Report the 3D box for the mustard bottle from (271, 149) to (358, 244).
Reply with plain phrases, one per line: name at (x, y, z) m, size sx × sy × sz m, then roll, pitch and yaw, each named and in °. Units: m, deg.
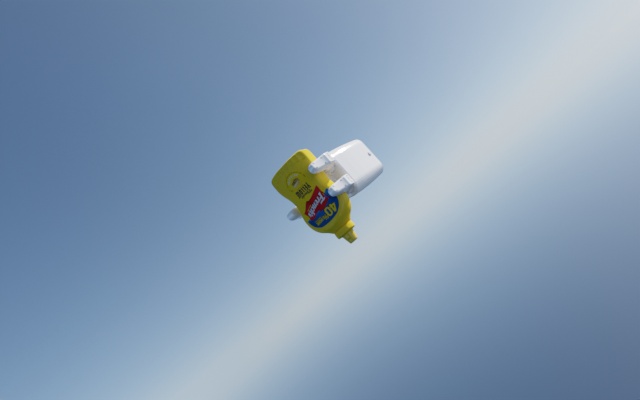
mustard bottle at (0.000, 0.003, 0.890) m, size 0.096 × 0.191 × 0.058 m, roll -45°, pitch -9°, yaw 23°
